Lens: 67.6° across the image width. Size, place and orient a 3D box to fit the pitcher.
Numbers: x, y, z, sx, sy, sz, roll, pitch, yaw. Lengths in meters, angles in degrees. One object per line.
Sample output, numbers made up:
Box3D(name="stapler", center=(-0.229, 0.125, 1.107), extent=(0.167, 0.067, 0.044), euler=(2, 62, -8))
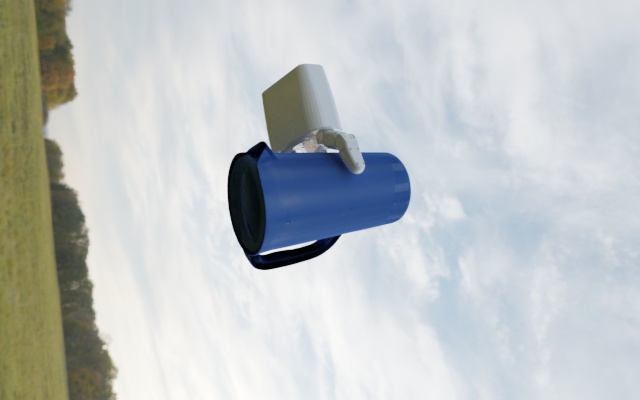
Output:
Box3D(name="pitcher", center=(0.000, 0.002, 0.668), extent=(0.243, 0.145, 0.149), euler=(-7, -16, -29))
